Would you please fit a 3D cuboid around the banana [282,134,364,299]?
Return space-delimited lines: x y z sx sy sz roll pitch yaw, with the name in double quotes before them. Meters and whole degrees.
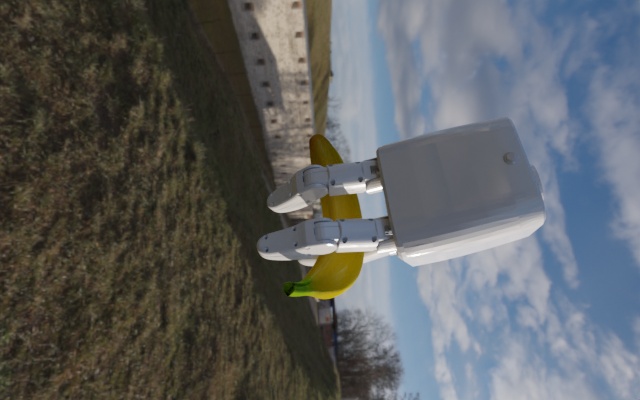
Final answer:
"banana" 0.011 0.015 0.430 0.037 0.197 0.070 -28 -56 27
